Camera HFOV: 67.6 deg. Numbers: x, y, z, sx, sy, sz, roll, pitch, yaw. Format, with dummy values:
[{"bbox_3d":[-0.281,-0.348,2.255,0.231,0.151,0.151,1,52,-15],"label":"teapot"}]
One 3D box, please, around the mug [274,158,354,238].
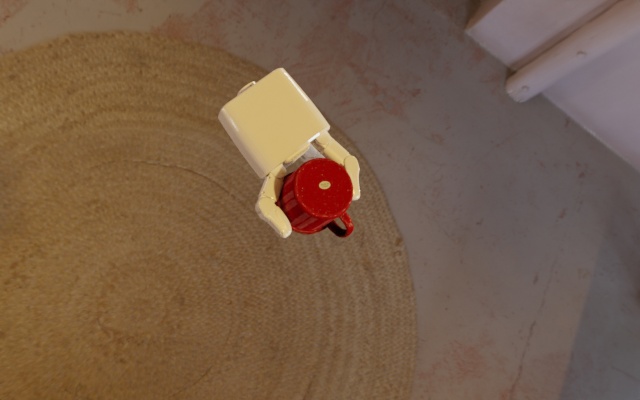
[{"bbox_3d":[0.001,0.003,0.633,0.093,0.117,0.081,-40,2,-23],"label":"mug"}]
